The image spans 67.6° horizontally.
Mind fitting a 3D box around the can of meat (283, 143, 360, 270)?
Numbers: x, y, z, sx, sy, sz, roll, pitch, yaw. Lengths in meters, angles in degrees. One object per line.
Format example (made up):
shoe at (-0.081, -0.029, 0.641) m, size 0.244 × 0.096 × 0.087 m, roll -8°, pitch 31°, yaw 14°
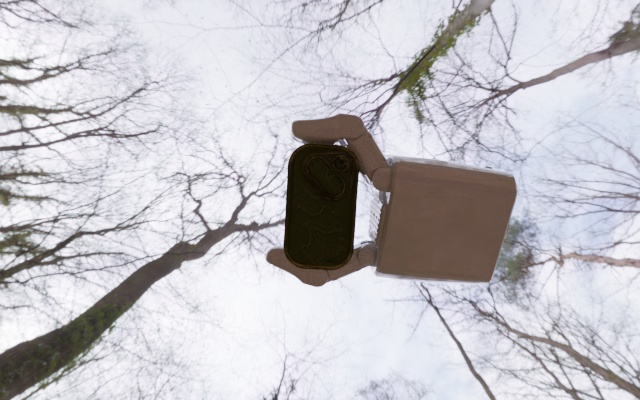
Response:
can of meat at (0.000, 0.001, 0.422) m, size 0.057 × 0.102 × 0.084 m, roll 3°, pitch 6°, yaw -1°
